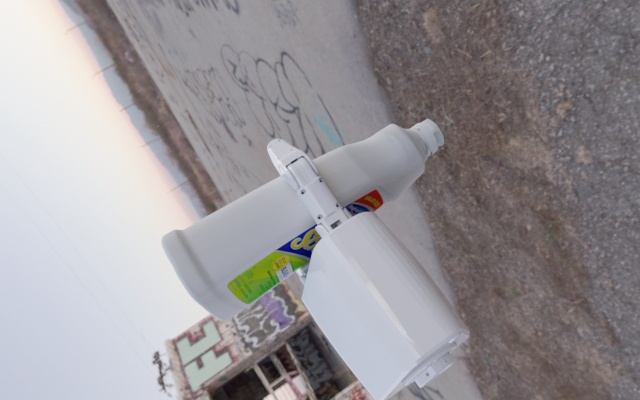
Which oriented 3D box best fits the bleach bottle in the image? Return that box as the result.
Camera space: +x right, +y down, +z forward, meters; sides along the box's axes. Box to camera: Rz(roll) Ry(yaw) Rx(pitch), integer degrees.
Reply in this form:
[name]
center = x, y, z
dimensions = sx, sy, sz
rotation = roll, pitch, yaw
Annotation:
[bleach bottle]
center = 0.000, 0.001, 0.410
dimensions = 0.251, 0.068, 0.103
rotation = -33, -26, -10
